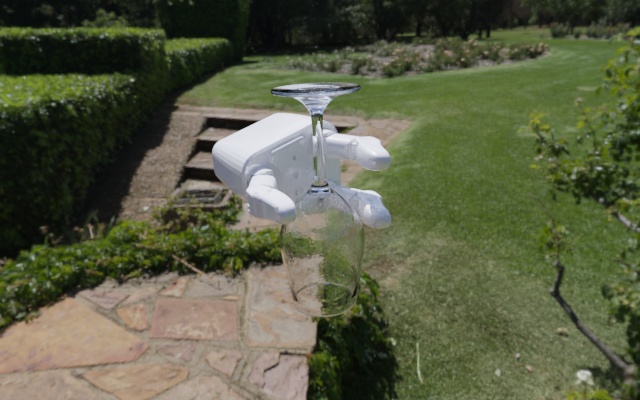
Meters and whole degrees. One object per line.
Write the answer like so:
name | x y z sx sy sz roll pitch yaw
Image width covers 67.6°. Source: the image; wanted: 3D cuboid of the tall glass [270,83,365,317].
tall glass | 0.000 0.001 0.425 0.079 0.201 0.079 -2 20 1
